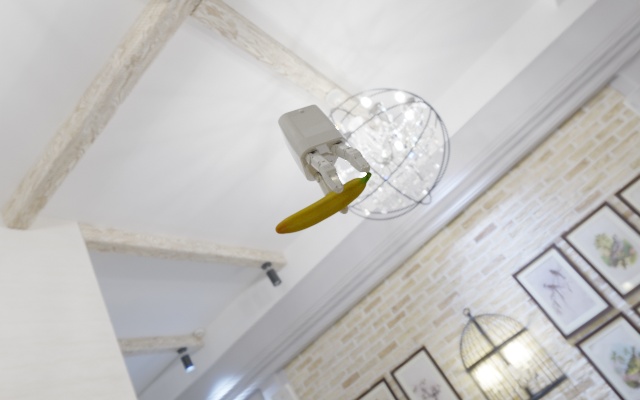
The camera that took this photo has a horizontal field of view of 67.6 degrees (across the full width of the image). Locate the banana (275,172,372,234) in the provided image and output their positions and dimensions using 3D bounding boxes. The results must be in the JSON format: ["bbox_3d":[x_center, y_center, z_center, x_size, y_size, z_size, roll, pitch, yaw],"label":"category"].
[{"bbox_3d":[0.008,0.008,0.871,0.198,0.037,0.070,-33,-26,1],"label":"banana"}]
